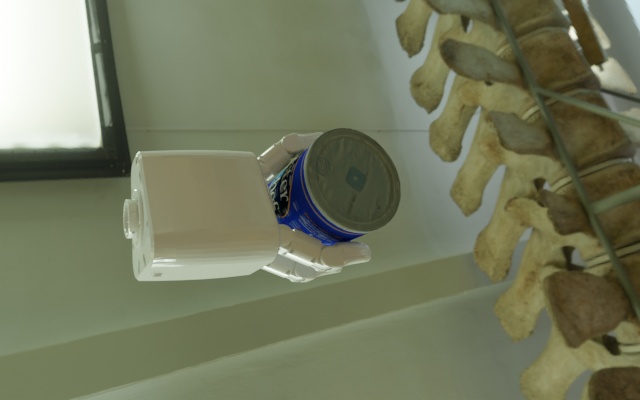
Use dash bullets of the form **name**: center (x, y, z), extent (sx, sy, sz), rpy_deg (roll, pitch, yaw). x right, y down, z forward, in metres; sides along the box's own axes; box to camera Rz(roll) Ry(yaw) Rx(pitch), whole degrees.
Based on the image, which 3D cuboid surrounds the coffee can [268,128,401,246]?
- **coffee can**: center (0.000, 0.002, 0.495), extent (0.103, 0.102, 0.140), rpy_deg (0, -19, -30)
